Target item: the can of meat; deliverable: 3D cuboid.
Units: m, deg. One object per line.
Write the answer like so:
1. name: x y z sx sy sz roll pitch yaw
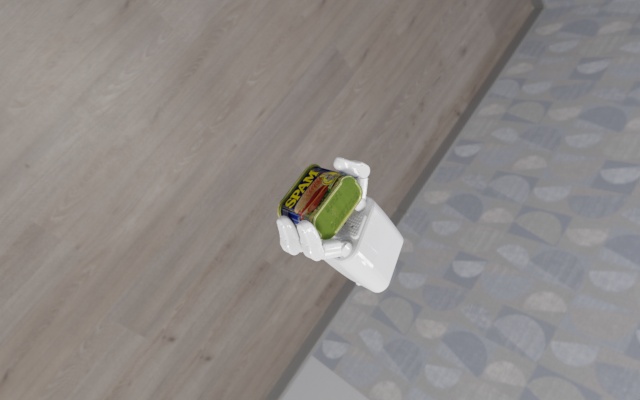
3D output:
1. can of meat: 0.000 0.002 0.689 0.084 0.102 0.057 20 -22 50
